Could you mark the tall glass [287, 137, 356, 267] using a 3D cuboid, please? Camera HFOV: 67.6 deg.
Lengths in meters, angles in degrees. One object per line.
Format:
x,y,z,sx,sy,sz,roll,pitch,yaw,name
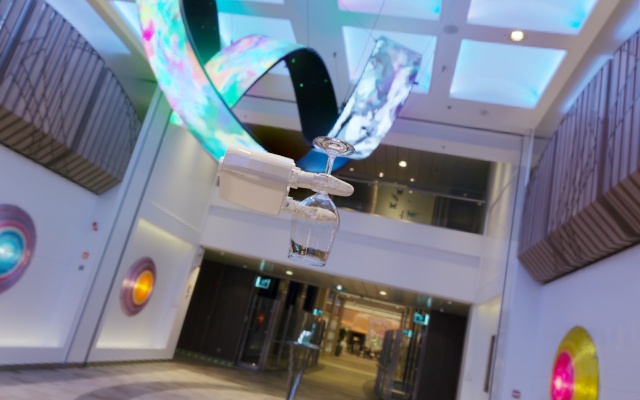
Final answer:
0.000,0.002,0.776,0.079,0.201,0.079,12,-15,3,tall glass
